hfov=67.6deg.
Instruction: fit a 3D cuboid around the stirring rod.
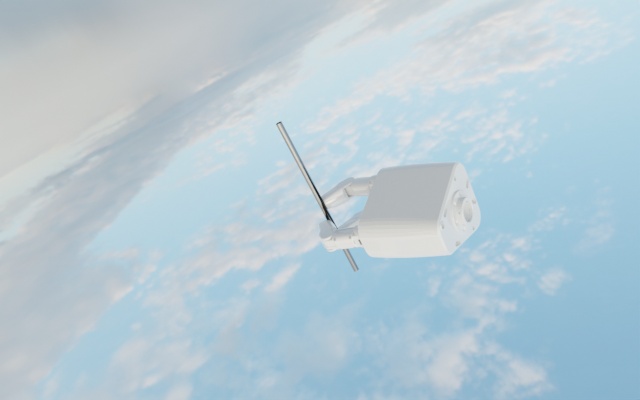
[{"bbox_3d":[0.000,0.002,0.634,0.011,0.240,0.011,-23,25,11],"label":"stirring rod"}]
